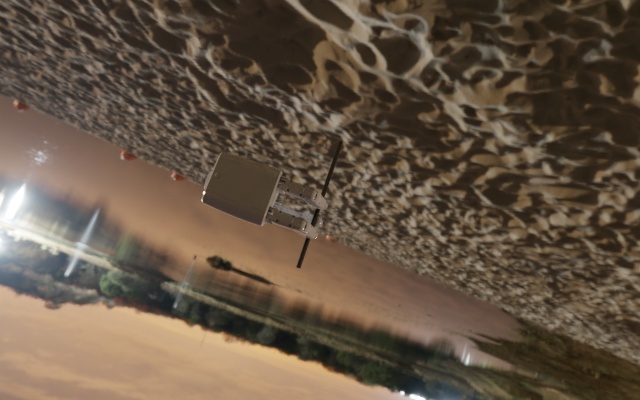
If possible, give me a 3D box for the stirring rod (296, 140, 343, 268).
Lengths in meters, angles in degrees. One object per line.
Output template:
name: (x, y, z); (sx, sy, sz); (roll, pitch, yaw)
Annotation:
stirring rod: (0.000, 0.003, 0.829); (0.011, 0.239, 0.011); (17, -16, 5)
